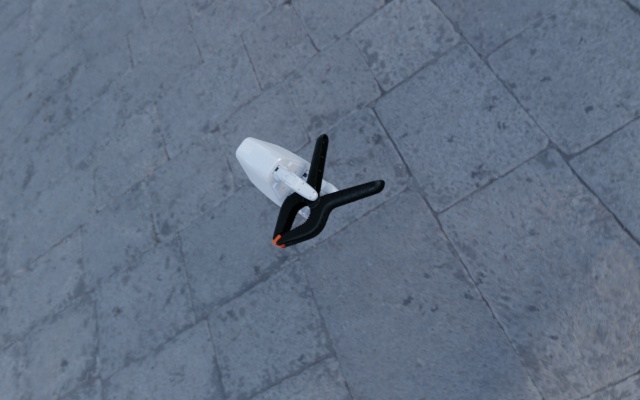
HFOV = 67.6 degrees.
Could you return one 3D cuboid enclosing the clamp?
[{"bbox_3d":[-0.001,0.003,0.812,0.164,0.210,0.036,35,-1,35],"label":"clamp"}]
